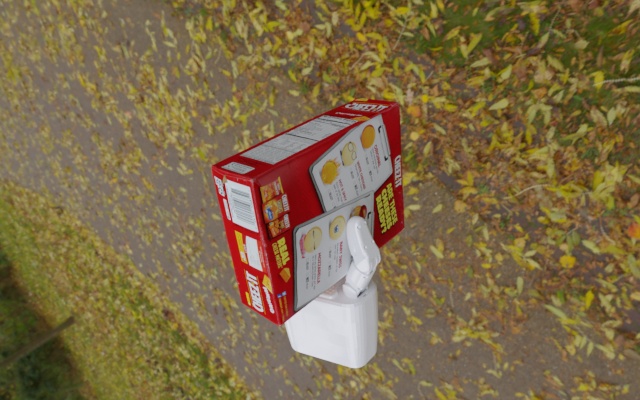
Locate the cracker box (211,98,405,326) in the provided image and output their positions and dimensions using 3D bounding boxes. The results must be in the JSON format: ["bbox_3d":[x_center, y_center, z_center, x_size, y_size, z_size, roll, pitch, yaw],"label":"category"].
[{"bbox_3d":[0.000,0.002,0.508,0.072,0.164,0.213,19,38,39],"label":"cracker box"}]
